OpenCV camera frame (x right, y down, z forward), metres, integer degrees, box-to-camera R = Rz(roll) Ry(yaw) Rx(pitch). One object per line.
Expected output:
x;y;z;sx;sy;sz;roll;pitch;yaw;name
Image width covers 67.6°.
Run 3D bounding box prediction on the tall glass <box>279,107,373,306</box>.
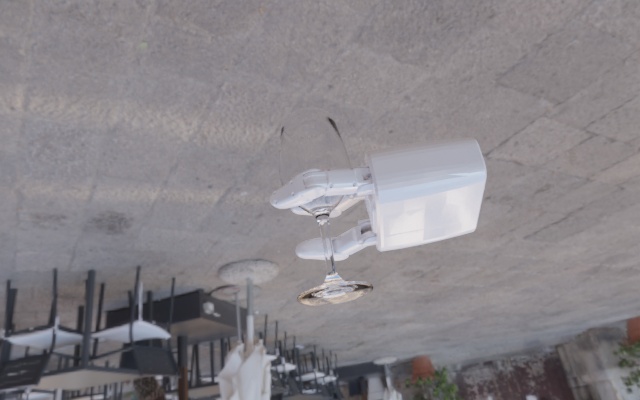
0.000;0.002;0.499;0.079;0.201;0.079;-8;-25;-4;tall glass
